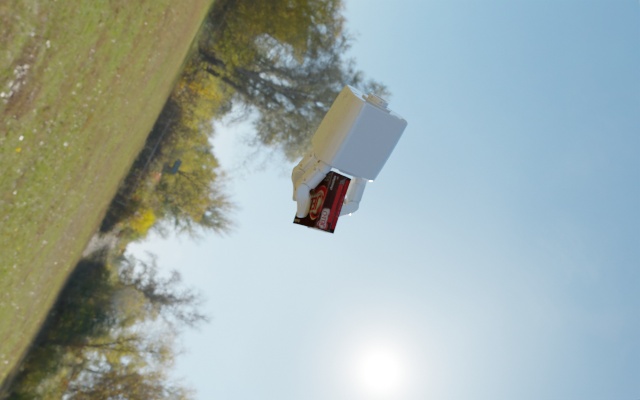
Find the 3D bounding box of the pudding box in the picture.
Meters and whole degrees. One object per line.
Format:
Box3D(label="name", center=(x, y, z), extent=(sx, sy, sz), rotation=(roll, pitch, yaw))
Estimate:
Box3D(label="pudding box", center=(0.000, 0.002, 0.755), extent=(0.039, 0.090, 0.113), rotation=(21, -7, -17))
